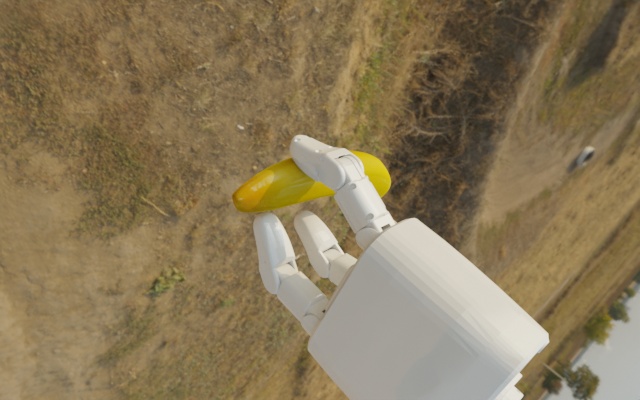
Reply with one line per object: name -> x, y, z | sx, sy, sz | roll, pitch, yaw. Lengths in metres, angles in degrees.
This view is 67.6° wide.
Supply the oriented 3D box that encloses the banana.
banana -> 0.012, -0.013, 0.399 | 0.037, 0.070, 0.198 | 45, 20, 26
